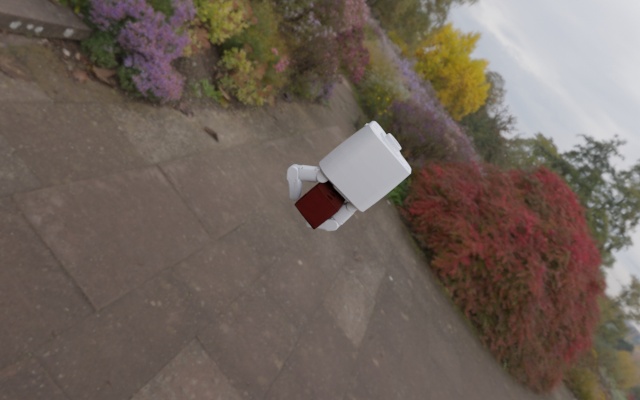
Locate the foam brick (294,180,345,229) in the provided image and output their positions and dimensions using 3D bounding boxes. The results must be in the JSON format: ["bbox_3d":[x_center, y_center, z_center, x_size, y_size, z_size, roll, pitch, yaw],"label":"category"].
[{"bbox_3d":[0.000,0.003,0.778,0.051,0.053,0.078,-37,5,18],"label":"foam brick"}]
